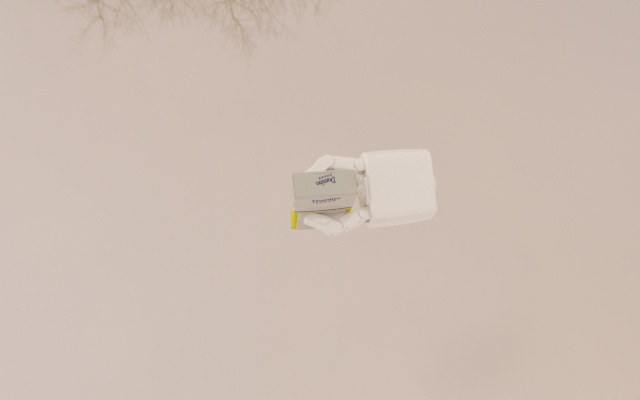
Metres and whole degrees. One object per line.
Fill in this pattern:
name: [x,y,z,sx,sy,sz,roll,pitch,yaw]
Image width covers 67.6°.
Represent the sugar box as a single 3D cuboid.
sugar box: [0.000,0.002,0.748,0.093,0.048,0.176,-5,-19,-7]
